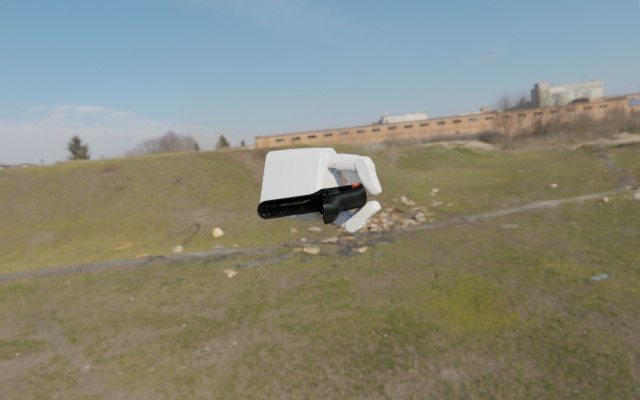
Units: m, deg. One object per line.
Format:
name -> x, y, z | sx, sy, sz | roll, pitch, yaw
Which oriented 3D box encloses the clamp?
clamp -> 0.000, 0.001, 0.650 | 0.120, 0.039, 0.171 | 7, 11, 28
